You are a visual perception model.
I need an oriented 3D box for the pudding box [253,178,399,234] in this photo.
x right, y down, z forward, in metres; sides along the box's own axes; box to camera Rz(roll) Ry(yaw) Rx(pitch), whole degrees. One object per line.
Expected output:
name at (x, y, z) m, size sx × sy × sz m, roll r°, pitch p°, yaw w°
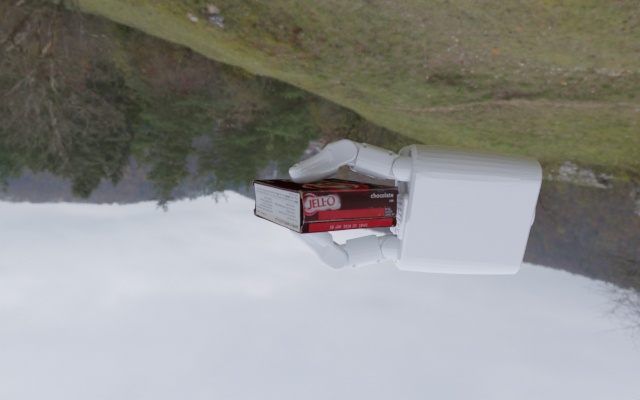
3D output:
pudding box at (0.000, 0.002, 0.420) m, size 0.090 × 0.039 × 0.113 m, roll -1°, pitch 5°, yaw -27°
